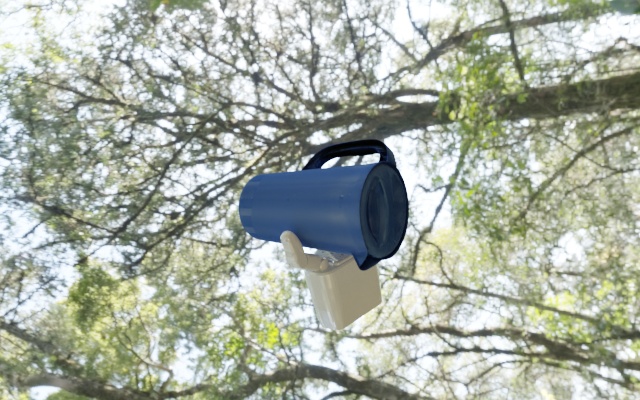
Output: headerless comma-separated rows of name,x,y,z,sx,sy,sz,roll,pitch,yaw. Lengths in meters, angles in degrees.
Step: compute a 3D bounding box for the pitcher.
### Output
pitcher,0.000,0.003,0.708,0.243,0.145,0.149,1,26,37
